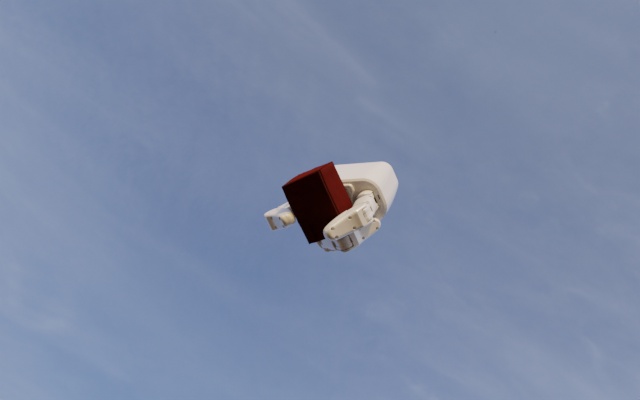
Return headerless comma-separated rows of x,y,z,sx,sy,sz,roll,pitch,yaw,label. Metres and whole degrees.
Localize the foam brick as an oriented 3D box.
0.000,0.002,0.558,0.053,0.078,0.051,-20,11,24,foam brick
